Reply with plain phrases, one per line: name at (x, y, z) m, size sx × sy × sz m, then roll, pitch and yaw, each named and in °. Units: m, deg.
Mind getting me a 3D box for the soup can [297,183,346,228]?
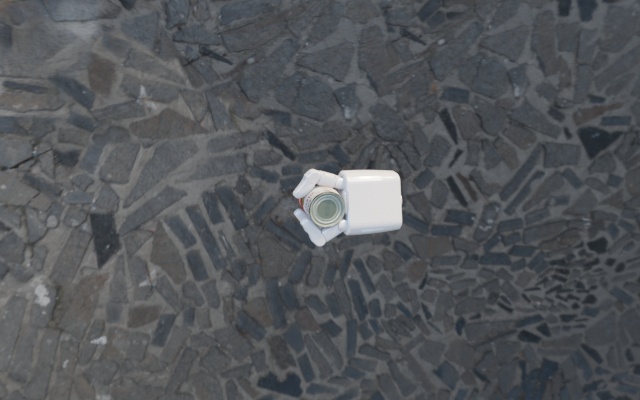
soup can at (0.000, 0.003, 0.874) m, size 0.068 × 0.068 × 0.102 m, roll 0°, pitch 17°, yaw -15°
